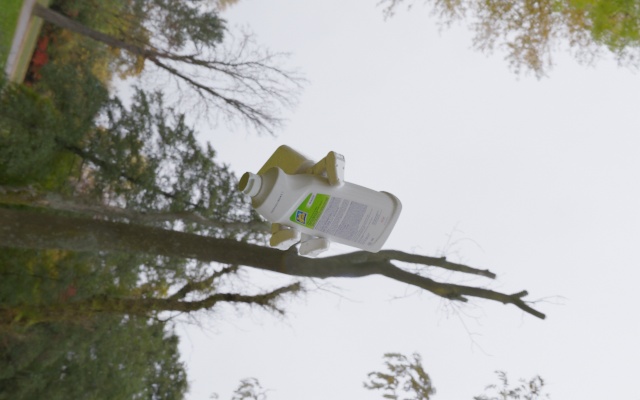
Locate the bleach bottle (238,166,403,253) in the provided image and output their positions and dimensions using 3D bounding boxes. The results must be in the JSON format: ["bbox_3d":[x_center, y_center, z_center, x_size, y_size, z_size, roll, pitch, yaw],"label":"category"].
[{"bbox_3d":[0.000,0.002,0.704,0.251,0.102,0.068,20,11,-33],"label":"bleach bottle"}]
